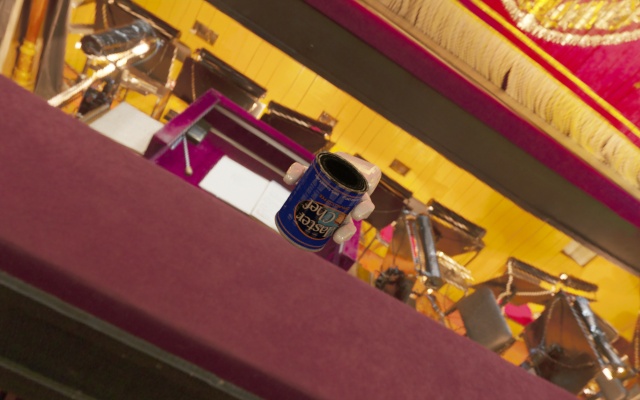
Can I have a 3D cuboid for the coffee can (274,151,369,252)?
[{"bbox_3d":[0.000,0.003,0.804,0.103,0.140,0.102,28,28,-16],"label":"coffee can"}]
